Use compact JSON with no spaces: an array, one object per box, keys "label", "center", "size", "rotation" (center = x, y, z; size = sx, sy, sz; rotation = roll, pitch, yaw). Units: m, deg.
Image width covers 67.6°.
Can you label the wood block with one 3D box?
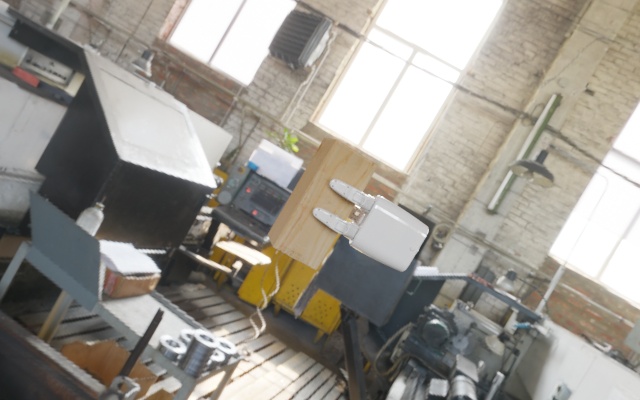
[{"label":"wood block","center":[0.000,0.003,0.836],"size":[0.090,0.206,0.091],"rotation":[30,2,-15]}]
